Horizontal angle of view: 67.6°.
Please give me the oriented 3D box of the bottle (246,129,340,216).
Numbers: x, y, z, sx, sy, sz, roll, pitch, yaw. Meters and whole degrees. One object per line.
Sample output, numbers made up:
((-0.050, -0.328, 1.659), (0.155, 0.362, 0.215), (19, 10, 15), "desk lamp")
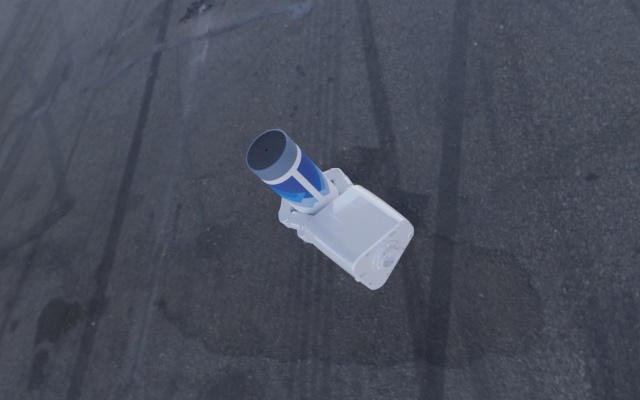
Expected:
((0.000, 0.002, 0.734), (0.069, 0.069, 0.296), (0, -28, 33), "bottle")
